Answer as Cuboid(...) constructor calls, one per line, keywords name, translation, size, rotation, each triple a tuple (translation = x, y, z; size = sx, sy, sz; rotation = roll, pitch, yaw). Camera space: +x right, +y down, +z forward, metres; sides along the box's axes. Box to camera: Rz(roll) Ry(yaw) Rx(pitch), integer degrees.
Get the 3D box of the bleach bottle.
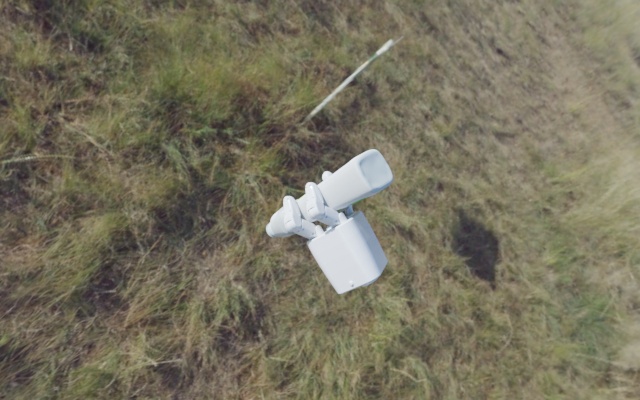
Cuboid(name="bleach bottle", translation=(0.000, 0.003, 0.833), size=(0.251, 0.068, 0.102), rotation=(-31, -1, 36))
